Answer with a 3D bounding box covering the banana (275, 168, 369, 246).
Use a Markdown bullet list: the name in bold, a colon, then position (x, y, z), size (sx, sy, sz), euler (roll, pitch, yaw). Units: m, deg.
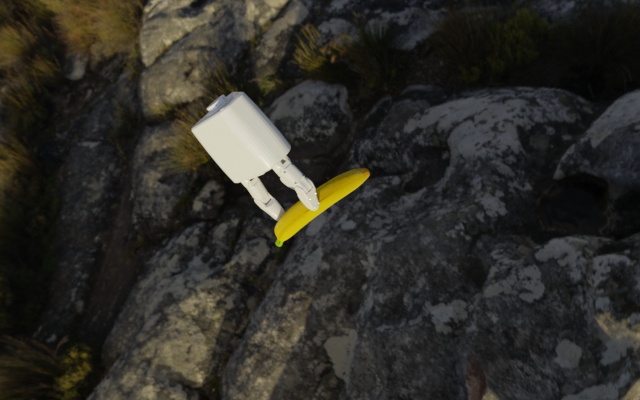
- **banana**: position (-0.004, 0.003, 0.768), size (0.198, 0.037, 0.069), euler (-37, -6, 1)
